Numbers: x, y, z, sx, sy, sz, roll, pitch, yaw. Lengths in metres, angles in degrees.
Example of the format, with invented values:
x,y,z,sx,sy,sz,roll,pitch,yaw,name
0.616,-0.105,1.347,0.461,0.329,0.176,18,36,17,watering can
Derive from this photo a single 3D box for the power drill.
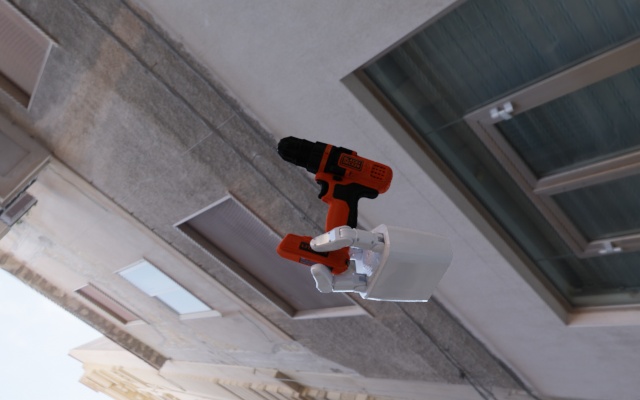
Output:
x,y,z,sx,sy,sz,roll,pitch,yaw,name
0.000,0.003,0.712,0.184,0.187,0.057,18,-18,5,power drill
